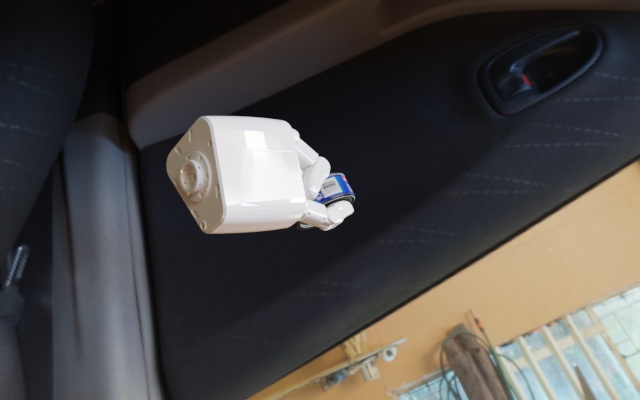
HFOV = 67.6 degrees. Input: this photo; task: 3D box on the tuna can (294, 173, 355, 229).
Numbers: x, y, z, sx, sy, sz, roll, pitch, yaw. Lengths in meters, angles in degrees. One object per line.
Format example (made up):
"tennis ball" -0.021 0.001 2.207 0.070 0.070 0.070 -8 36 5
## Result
"tuna can" 0.000 0.002 0.607 0.086 0.033 0.086 -25 -17 -8
